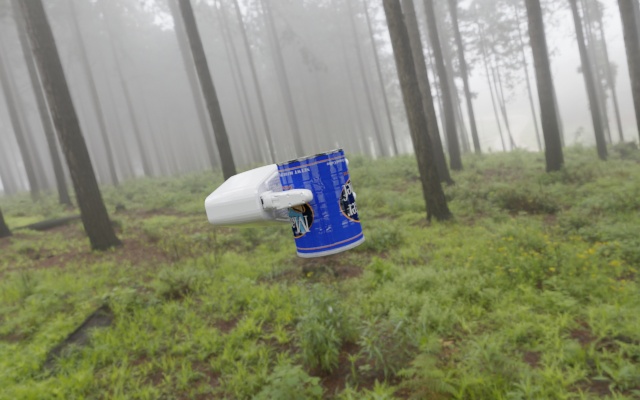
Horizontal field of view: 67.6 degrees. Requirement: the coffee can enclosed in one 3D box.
[{"bbox_3d":[0.000,0.002,0.703,0.103,0.140,0.103,-13,6,1],"label":"coffee can"}]
